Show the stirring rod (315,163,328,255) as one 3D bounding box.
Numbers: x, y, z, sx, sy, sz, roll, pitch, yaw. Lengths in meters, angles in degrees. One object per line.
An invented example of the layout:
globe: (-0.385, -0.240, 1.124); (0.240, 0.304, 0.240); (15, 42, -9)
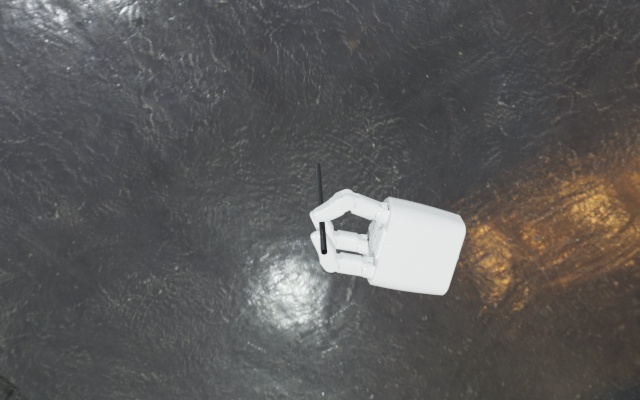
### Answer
stirring rod: (0.000, 0.002, 0.668); (0.011, 0.011, 0.239); (0, 29, -2)
